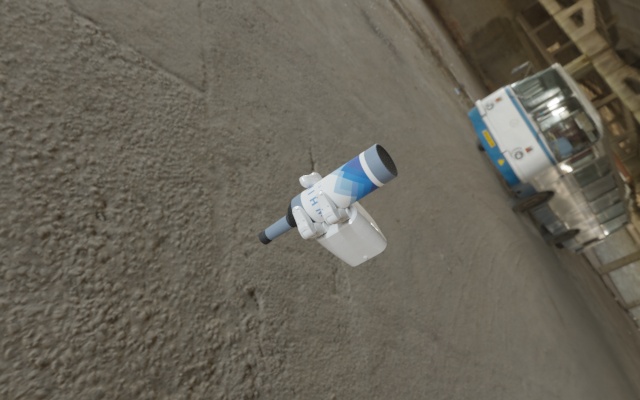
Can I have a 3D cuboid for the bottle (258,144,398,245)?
[{"bbox_3d":[0.000,0.003,0.873,0.296,0.069,0.069,-32,-15,25],"label":"bottle"}]
